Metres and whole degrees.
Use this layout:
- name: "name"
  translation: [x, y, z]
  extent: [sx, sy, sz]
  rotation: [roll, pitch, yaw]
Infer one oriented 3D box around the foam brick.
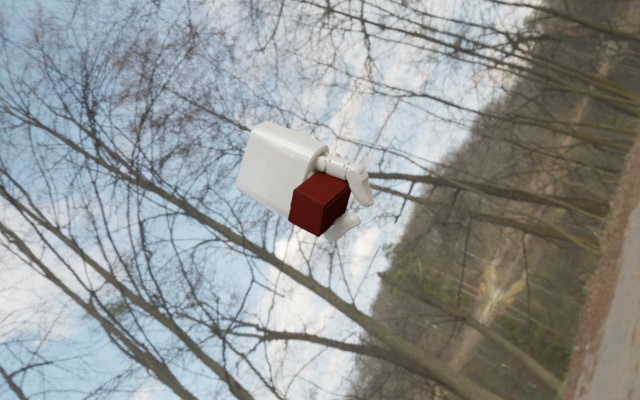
- name: "foam brick"
  translation: [0.000, 0.002, 0.638]
  extent: [0.051, 0.053, 0.078]
  rotation: [27, 36, 19]
